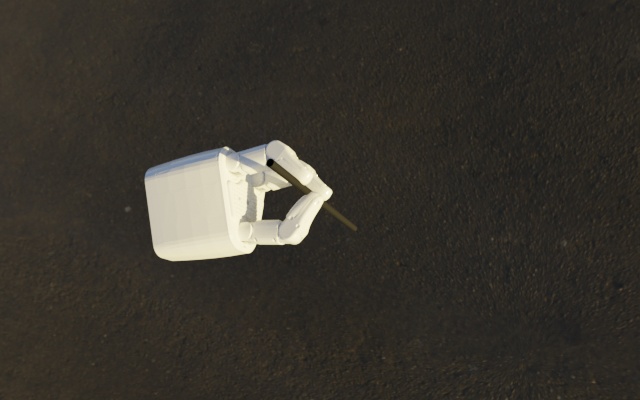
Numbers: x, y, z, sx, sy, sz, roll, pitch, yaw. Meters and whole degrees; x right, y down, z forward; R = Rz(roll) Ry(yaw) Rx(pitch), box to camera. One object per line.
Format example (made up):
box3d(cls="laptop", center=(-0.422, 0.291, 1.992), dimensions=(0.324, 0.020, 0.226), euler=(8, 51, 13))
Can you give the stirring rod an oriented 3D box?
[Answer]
box3d(cls="stirring rod", center=(0.000, 0.002, 0.528), dimensions=(0.011, 0.011, 0.240), euler=(0, -17, 23))
